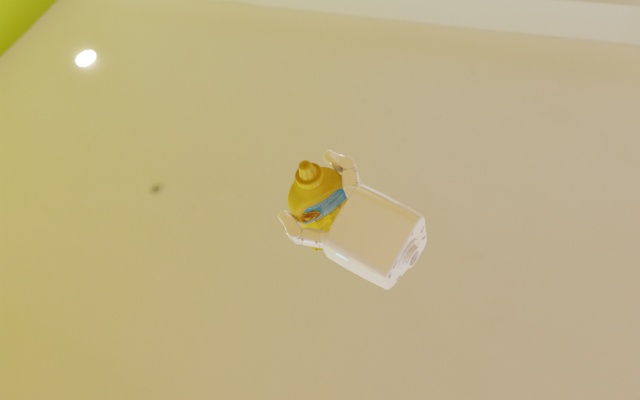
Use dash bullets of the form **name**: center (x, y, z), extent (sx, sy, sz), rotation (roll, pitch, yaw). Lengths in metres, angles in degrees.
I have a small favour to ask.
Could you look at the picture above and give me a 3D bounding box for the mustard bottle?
- **mustard bottle**: center (0.000, 0.002, 0.743), extent (0.096, 0.058, 0.192), rotation (-31, -35, -5)
